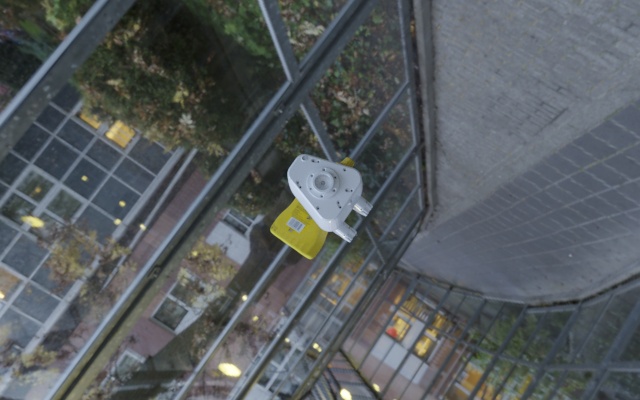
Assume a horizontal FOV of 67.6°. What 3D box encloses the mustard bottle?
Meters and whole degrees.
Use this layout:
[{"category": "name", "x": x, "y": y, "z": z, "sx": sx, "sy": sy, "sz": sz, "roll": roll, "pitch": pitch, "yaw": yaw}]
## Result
[{"category": "mustard bottle", "x": 0.000, "y": 0.003, "z": 0.858, "sx": 0.096, "sy": 0.191, "sz": 0.058, "roll": 31, "pitch": -8, "yaw": 32}]
